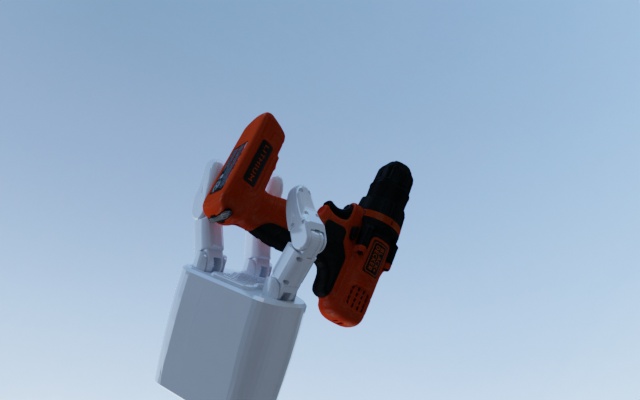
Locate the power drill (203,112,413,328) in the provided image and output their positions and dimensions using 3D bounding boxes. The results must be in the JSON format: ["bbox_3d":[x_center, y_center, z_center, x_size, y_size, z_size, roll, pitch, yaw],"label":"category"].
[{"bbox_3d":[0.000,0.001,0.455,0.188,0.184,0.057,35,-27,-21],"label":"power drill"}]
